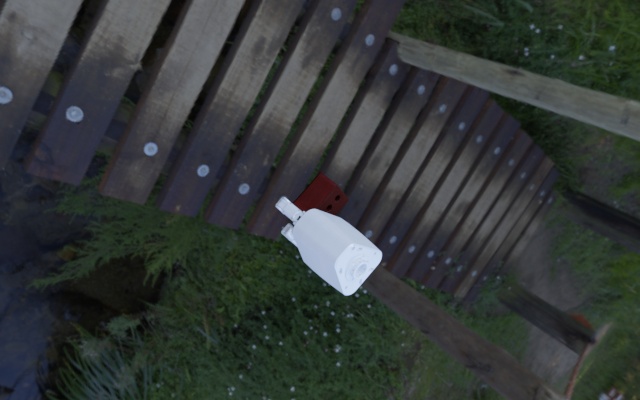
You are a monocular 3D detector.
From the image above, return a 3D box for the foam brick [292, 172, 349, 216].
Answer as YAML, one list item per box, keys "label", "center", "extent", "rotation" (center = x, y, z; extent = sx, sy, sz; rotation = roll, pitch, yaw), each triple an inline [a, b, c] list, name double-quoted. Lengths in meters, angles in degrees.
- label: "foam brick"
  center: [0.000, 0.002, 0.827]
  extent: [0.051, 0.078, 0.053]
  rotation: [36, -8, 41]
